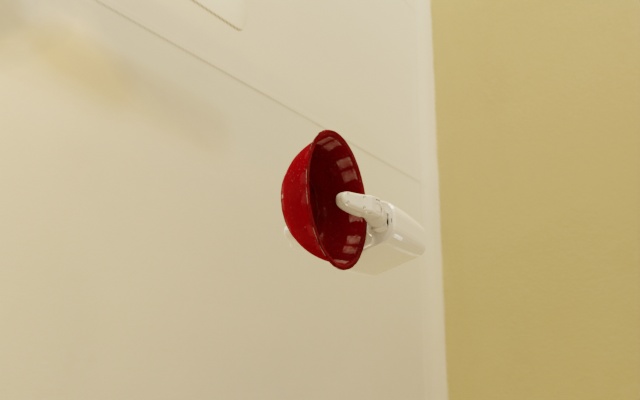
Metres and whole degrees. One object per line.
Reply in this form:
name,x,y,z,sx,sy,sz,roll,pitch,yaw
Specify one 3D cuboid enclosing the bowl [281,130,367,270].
bowl,-0.001,0.001,0.557,0.055,0.162,0.162,-8,-3,26
